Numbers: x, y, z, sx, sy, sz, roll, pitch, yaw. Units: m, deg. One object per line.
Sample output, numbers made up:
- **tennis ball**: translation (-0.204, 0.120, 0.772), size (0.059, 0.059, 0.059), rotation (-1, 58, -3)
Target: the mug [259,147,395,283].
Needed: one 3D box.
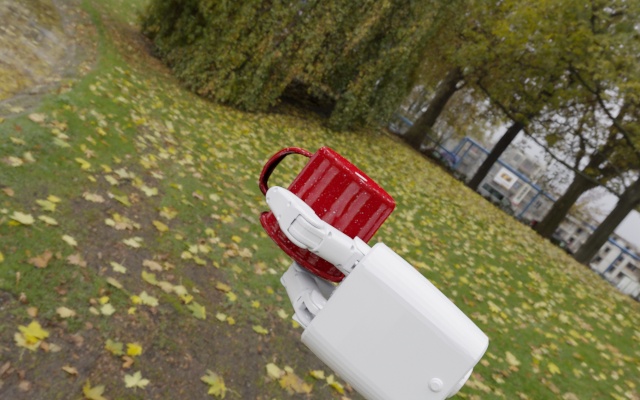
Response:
- **mug**: translation (-0.001, 0.000, 0.409), size (0.117, 0.081, 0.093), rotation (40, 10, 12)
